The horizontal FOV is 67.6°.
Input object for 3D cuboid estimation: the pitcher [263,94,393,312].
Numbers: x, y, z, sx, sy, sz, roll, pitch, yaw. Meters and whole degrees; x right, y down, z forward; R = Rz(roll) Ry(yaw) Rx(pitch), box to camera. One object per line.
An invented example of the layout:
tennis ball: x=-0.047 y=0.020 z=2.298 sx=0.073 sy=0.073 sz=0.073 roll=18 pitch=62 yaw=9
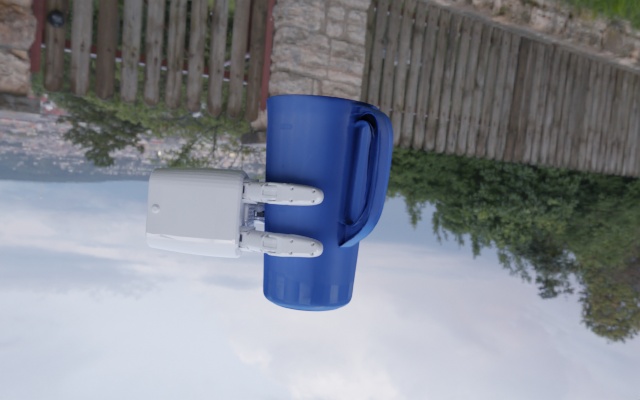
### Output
pitcher: x=0.000 y=0.002 z=0.562 sx=0.145 sy=0.243 sz=0.149 roll=4 pitch=2 yaw=2
